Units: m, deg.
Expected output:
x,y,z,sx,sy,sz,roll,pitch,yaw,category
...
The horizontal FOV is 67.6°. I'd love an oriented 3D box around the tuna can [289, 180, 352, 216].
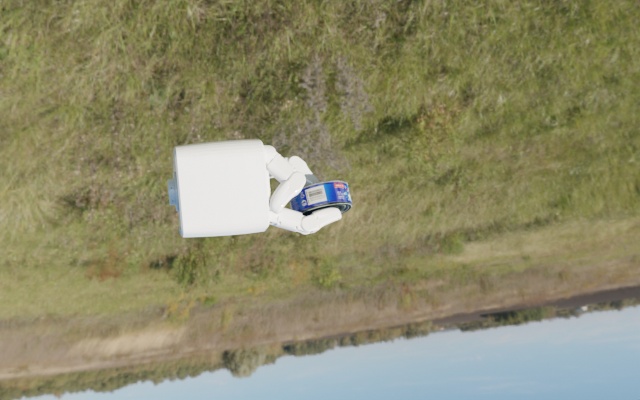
x,y,z,sx,sy,sz,roll,pitch,yaw,category
0.000,0.003,0.661,0.086,0.033,0.086,-13,-14,-3,tuna can
